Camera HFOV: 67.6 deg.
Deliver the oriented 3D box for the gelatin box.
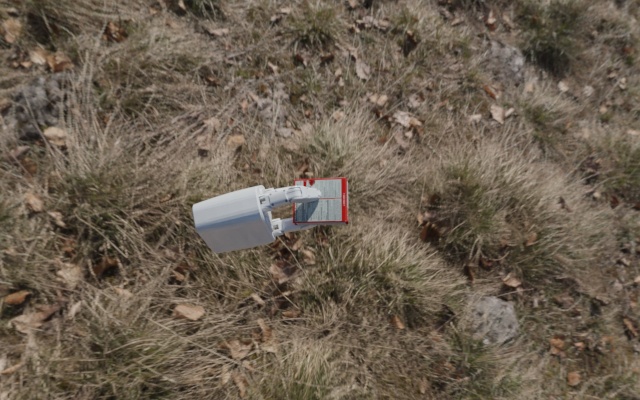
[{"bbox_3d":[0.000,0.002,0.775,0.089,0.073,0.030,-2,-13,9],"label":"gelatin box"}]
